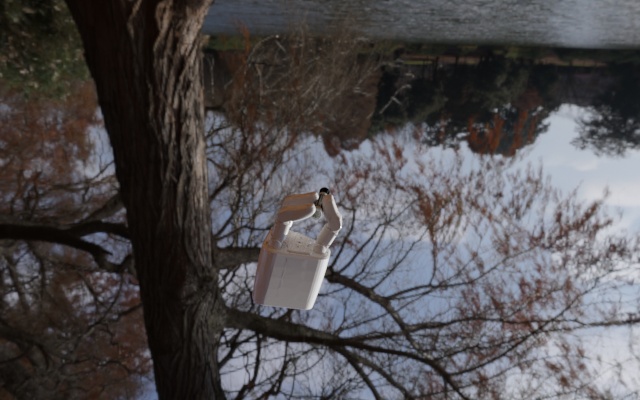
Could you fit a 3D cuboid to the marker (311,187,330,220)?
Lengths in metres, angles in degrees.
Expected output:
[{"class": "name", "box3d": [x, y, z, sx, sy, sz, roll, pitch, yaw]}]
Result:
[{"class": "marker", "box3d": [0.000, 0.003, 0.804, 0.020, 0.020, 0.121, 0, 19, 8]}]
